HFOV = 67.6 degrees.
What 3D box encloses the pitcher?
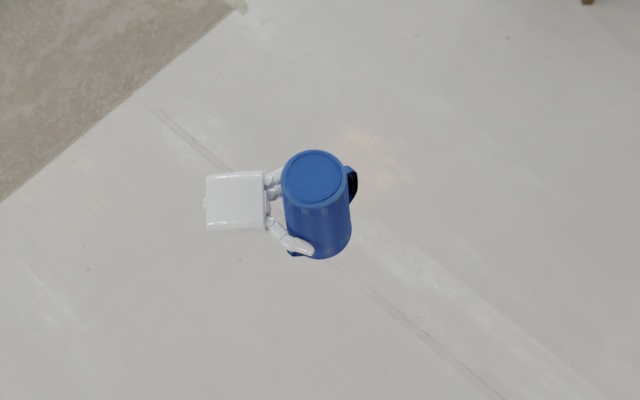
[{"bbox_3d":[0.000,0.003,0.868,0.145,0.149,0.243,-1,-24,2],"label":"pitcher"}]
